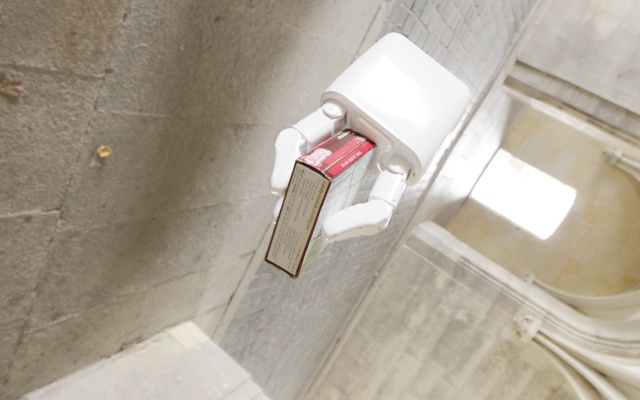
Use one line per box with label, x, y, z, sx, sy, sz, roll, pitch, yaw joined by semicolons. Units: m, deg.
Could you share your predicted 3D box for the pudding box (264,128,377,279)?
pudding box;0.000;0.001;0.420;0.039;0.114;0.090;30;35;17
